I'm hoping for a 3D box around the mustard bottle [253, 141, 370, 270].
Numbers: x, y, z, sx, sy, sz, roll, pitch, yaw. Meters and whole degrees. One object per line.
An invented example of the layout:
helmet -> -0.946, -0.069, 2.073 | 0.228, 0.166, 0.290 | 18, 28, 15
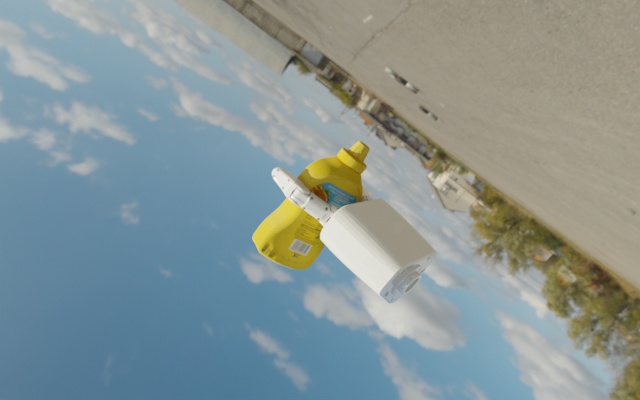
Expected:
mustard bottle -> 0.000, 0.002, 0.634 | 0.096, 0.192, 0.058 | 27, 17, -38
